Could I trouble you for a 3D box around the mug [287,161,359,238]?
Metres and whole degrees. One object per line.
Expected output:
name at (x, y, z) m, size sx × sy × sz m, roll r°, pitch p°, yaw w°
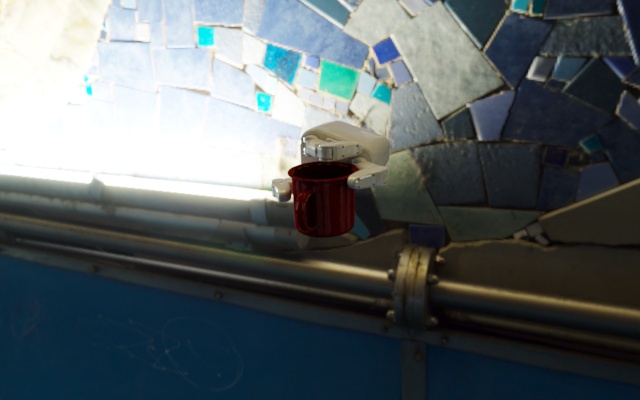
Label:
mug at (0.000, 0.003, 0.625) m, size 0.093 × 0.081 × 0.117 m, roll 6°, pitch 21°, yaw 22°
